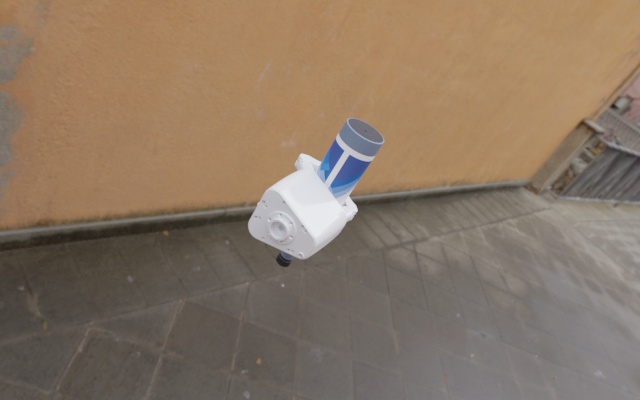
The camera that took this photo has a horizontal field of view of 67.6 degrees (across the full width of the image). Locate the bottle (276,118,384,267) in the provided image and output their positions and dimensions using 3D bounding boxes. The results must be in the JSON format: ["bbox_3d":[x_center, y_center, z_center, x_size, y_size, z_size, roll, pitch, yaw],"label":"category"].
[{"bbox_3d":[0.000,0.002,0.795,0.069,0.296,0.069,24,30,-15],"label":"bottle"}]
